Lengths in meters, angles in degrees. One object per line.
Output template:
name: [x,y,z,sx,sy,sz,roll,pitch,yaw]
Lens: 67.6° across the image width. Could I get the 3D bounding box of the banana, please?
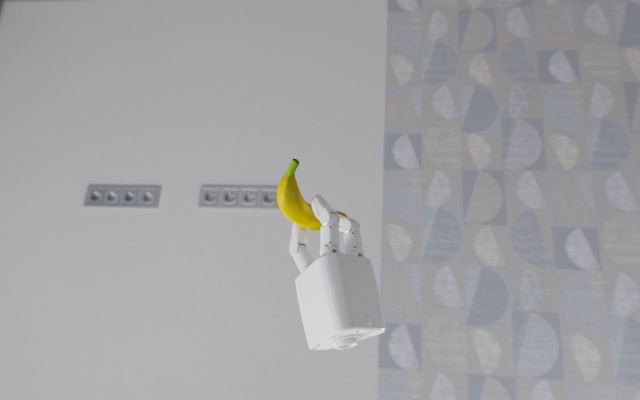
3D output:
banana: [-0.017,0.011,0.735,0.069,0.037,0.198,-34,-35,6]
